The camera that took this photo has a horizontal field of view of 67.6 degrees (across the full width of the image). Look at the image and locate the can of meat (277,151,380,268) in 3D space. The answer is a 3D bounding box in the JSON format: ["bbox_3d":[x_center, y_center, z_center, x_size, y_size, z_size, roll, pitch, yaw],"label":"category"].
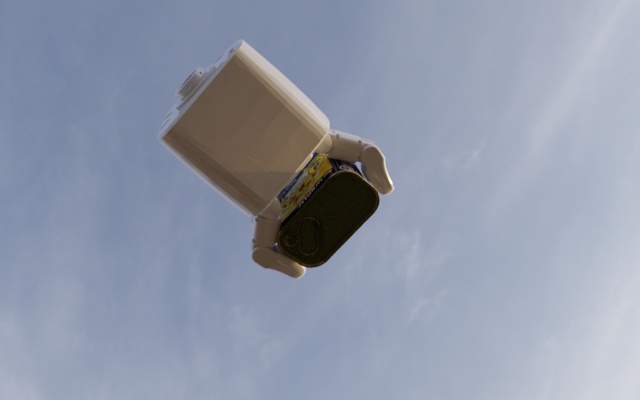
[{"bbox_3d":[0.000,0.001,0.471,0.057,0.102,0.084,37,14,-24],"label":"can of meat"}]
